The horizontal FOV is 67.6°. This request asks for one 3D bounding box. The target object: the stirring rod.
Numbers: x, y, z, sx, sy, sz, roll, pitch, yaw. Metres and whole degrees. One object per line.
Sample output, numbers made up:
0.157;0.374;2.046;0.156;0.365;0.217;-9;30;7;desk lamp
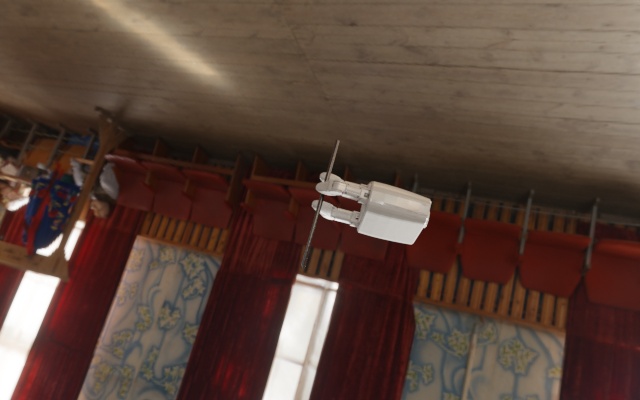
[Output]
0.000;0.003;0.847;0.011;0.239;0.011;15;-14;4;stirring rod
